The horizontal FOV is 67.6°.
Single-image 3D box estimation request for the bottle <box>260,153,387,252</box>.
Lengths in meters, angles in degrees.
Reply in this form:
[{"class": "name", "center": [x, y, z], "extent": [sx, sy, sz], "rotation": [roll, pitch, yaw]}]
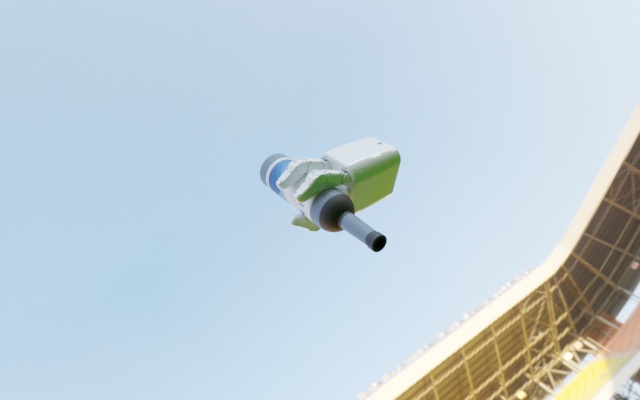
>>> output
[{"class": "bottle", "center": [0.000, 0.002, 0.773], "extent": [0.069, 0.069, 0.295], "rotation": [0, 23, -38]}]
